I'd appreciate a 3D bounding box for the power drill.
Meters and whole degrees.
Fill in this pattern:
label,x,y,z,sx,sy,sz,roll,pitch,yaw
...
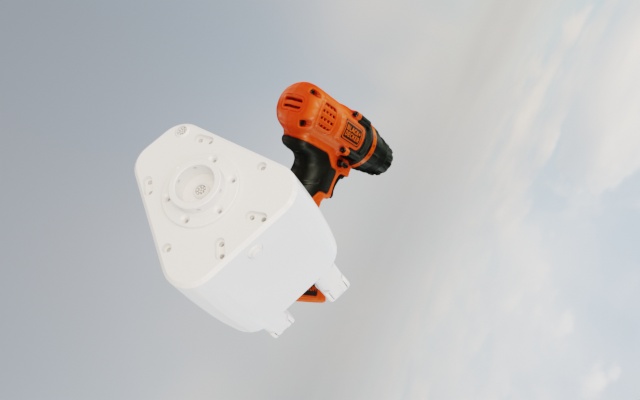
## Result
label,x,y,z,sx,sy,sz,roll,pitch,yaw
power drill,0.000,0.002,0.461,0.057,0.187,0.184,17,-3,34
